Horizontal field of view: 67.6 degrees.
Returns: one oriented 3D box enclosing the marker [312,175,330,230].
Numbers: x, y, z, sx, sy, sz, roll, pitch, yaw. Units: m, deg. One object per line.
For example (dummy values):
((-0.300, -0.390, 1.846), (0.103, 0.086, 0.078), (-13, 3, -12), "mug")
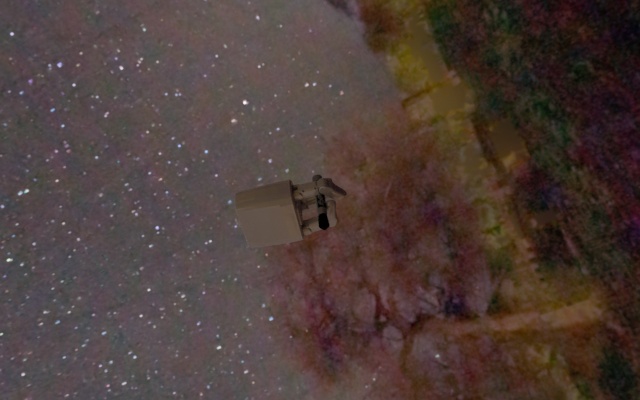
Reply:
((0.000, 0.003, 0.848), (0.020, 0.121, 0.020), (-5, -41, -4), "marker")
